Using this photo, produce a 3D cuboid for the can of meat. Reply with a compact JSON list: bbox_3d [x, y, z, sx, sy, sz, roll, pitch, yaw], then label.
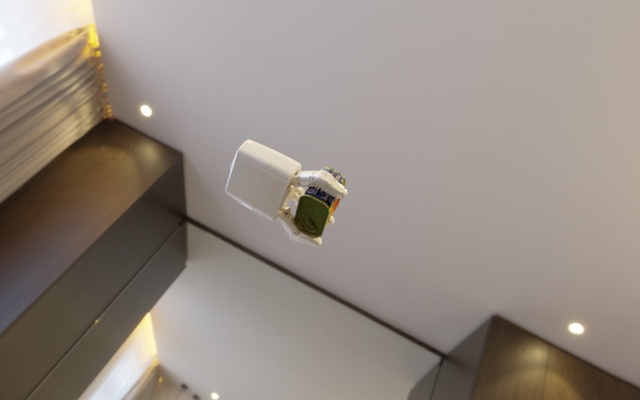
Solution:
[{"bbox_3d":[0.000,0.003,0.847,0.057,0.084,0.102,26,-39,8],"label":"can of meat"}]
